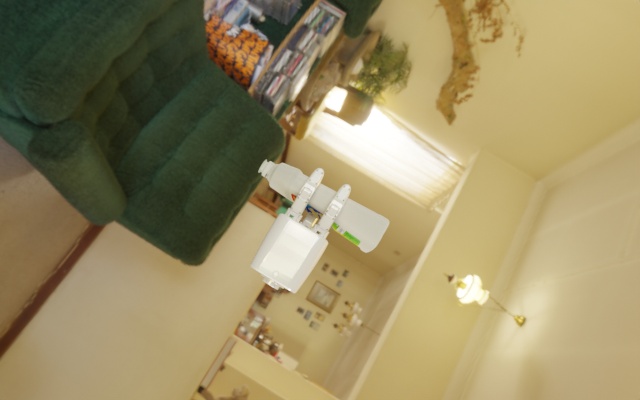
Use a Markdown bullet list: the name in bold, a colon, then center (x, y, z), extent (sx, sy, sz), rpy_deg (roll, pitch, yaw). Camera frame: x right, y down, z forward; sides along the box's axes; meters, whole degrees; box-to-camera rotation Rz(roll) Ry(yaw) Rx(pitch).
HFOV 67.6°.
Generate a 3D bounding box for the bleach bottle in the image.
- **bleach bottle**: center (0.000, 0.003, 0.881), extent (0.251, 0.068, 0.102), rpy_deg (31, -12, 2)
